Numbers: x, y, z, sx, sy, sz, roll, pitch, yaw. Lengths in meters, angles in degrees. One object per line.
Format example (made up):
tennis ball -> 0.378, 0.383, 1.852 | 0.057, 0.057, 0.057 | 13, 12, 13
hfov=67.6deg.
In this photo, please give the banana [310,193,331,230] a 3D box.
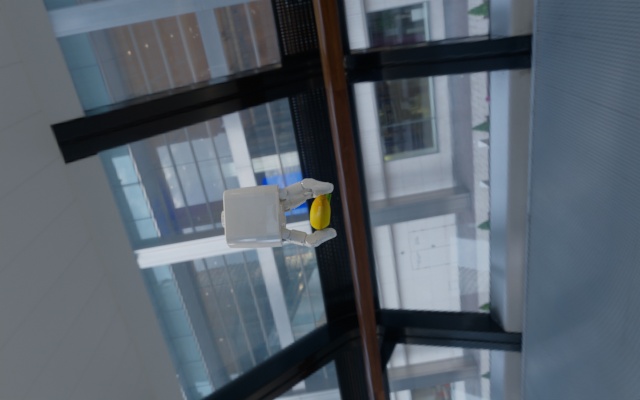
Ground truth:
banana -> 0.000, 0.021, 0.891 | 0.037, 0.069, 0.198 | 2, 2, 2
